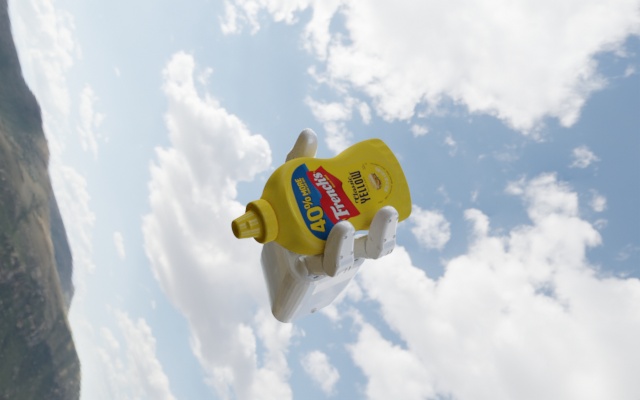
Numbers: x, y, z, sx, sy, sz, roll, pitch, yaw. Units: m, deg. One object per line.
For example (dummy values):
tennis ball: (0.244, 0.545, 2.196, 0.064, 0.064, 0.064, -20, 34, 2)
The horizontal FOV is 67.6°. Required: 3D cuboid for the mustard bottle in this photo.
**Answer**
mustard bottle: (0.000, 0.001, 0.477, 0.191, 0.096, 0.058, -18, -5, -32)
